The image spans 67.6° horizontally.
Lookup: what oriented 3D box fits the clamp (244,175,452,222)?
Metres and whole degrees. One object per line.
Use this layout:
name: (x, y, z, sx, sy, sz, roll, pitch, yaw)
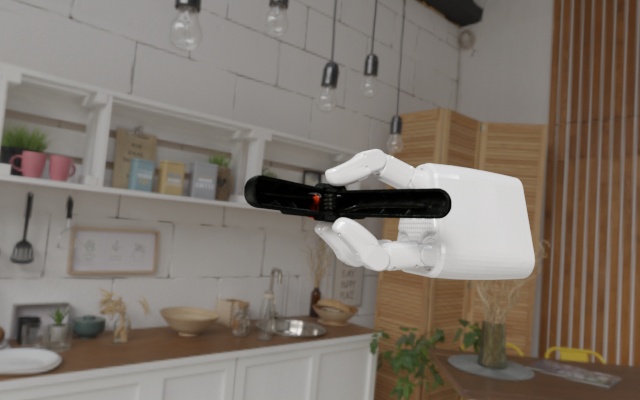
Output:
clamp: (0.000, 0.001, 0.454, 0.164, 0.036, 0.210, 5, -4, -16)
